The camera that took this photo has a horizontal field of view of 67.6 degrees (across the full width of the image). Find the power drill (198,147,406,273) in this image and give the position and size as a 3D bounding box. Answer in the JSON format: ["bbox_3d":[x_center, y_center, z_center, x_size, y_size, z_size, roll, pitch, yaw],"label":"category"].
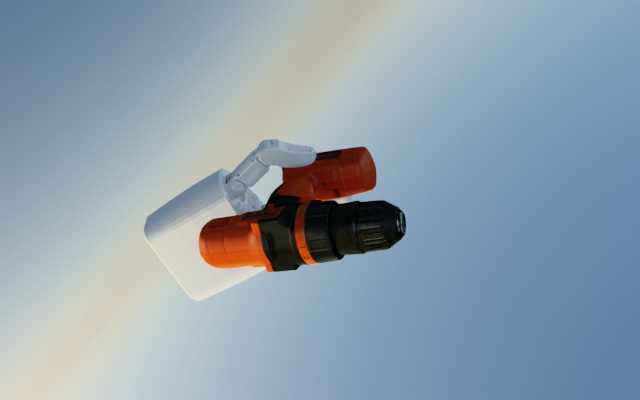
[{"bbox_3d":[0.000,0.001,0.460,0.184,0.057,0.187,-6,19,21],"label":"power drill"}]
